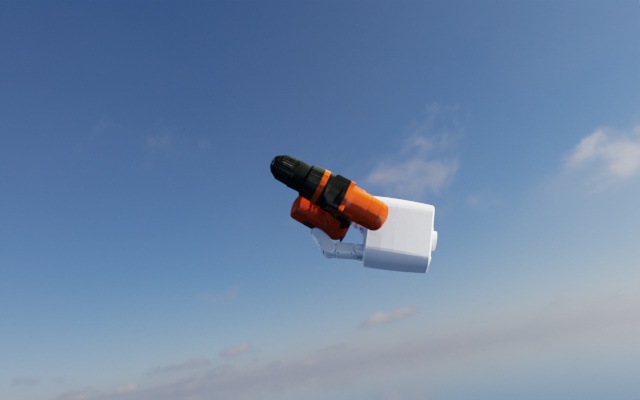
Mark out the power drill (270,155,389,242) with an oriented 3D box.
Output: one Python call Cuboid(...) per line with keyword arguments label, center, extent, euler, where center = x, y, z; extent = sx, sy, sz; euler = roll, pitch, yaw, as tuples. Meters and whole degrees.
Cuboid(label="power drill", center=(0.000, 0.003, 0.752), extent=(0.184, 0.057, 0.188), euler=(29, -14, -3))
